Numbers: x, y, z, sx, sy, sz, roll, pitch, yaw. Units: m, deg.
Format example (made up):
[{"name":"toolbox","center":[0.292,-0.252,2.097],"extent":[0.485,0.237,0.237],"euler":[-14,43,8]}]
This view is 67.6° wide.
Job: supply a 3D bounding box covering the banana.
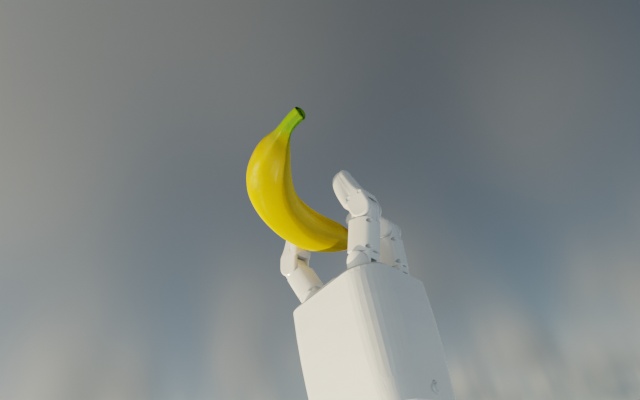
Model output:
[{"name":"banana","center":[-0.019,0.005,0.421],"extent":[0.069,0.037,0.198],"euler":[-18,-36,5]}]
